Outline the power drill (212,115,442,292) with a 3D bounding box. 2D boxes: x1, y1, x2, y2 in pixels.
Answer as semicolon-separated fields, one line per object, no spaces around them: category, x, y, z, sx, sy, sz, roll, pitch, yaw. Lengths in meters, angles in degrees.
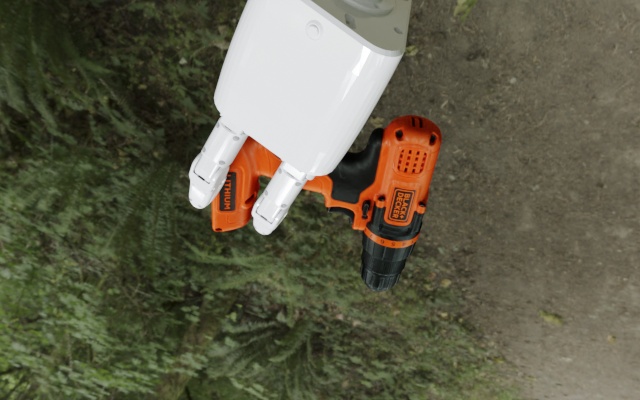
power drill;0.000;0.001;0.429;0.187;0.185;0.057;8;34;0
